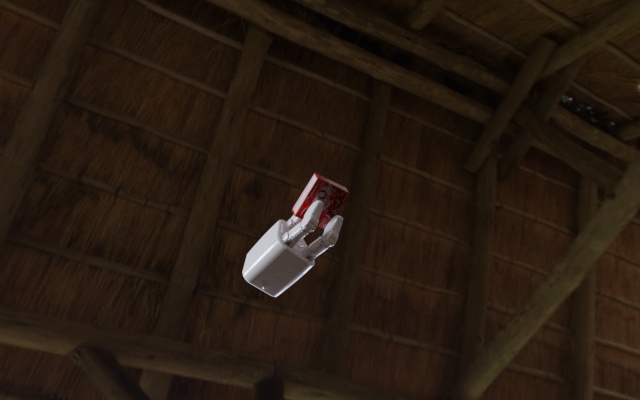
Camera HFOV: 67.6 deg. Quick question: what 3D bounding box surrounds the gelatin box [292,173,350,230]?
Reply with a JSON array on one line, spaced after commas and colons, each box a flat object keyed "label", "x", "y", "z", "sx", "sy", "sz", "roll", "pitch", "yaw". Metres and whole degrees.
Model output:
[{"label": "gelatin box", "x": 0.000, "y": 0.002, "z": 0.897, "sx": 0.073, "sy": 0.089, "sz": 0.030, "roll": 25, "pitch": 18, "yaw": -24}]
